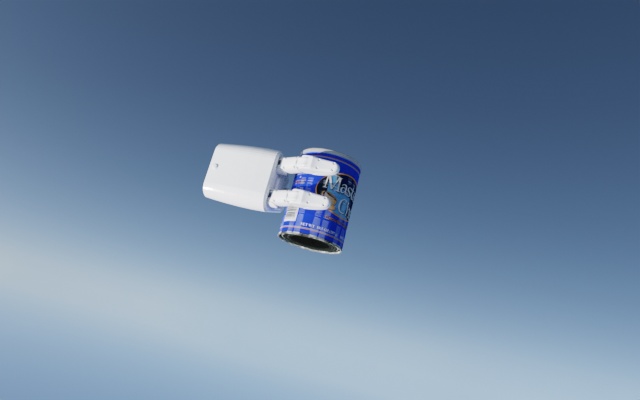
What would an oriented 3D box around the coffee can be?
[{"bbox_3d":[0.000,0.002,0.753,0.103,0.140,0.103,13,-17,4],"label":"coffee can"}]
